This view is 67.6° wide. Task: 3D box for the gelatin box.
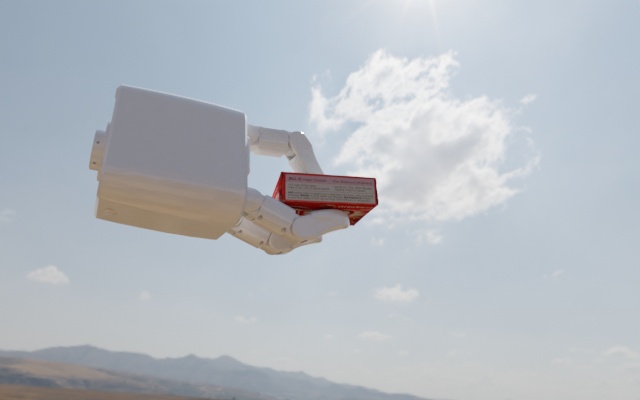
[{"bbox_3d":[0.000,0.001,0.446,0.089,0.030,0.073,2,-18,-13],"label":"gelatin box"}]
